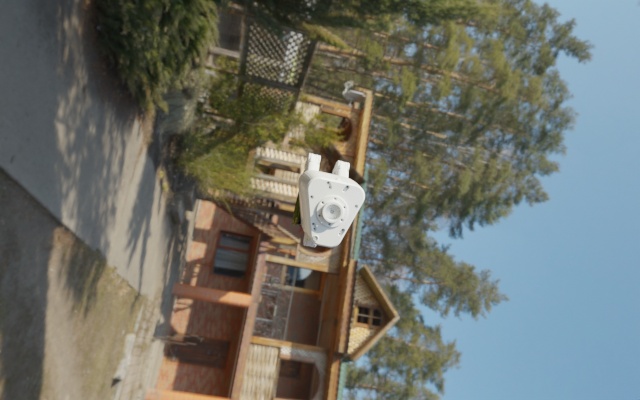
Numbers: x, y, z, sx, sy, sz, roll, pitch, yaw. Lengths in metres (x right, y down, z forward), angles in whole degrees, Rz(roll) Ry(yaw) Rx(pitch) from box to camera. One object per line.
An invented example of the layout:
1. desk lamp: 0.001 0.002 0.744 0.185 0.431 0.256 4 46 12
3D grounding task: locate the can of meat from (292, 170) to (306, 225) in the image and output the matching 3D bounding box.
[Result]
1. can of meat: 0.000 0.003 0.878 0.084 0.102 0.057 12 4 -9
